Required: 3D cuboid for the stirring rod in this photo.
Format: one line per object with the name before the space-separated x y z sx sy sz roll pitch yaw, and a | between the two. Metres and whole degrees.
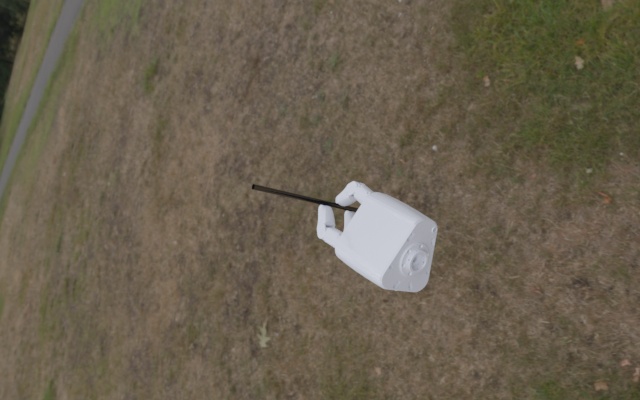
stirring rod | 0.000 0.002 0.746 0.239 0.011 0.011 13 -8 -36
